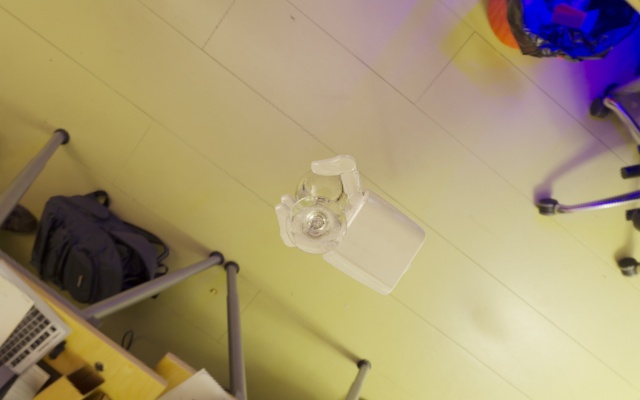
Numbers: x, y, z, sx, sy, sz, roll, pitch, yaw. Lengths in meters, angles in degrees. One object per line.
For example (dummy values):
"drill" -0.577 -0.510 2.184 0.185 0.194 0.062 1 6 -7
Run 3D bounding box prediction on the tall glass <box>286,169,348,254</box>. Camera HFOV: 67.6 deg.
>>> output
"tall glass" 0.000 0.002 0.664 0.079 0.079 0.201 0 17 3
